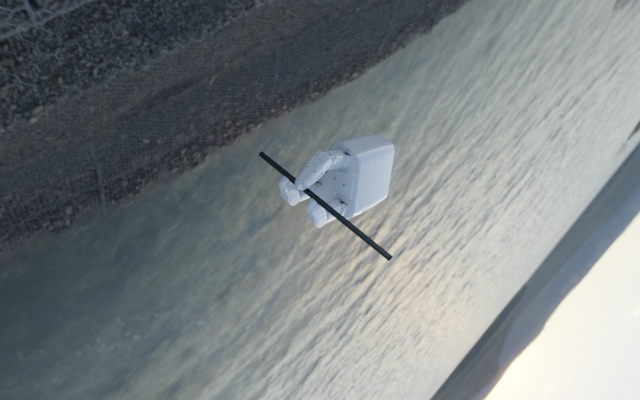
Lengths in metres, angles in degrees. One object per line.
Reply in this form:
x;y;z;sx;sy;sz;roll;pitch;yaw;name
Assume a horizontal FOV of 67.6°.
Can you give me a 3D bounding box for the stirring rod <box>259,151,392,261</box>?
0.000;0.002;0.633;0.239;0.011;0.011;39;18;24;stirring rod
